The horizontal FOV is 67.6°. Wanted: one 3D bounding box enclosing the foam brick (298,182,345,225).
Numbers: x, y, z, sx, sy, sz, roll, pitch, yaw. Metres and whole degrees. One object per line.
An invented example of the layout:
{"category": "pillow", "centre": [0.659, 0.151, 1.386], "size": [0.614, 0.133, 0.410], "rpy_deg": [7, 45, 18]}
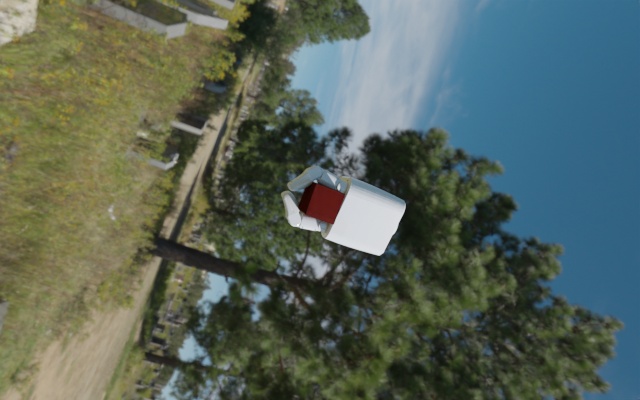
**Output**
{"category": "foam brick", "centre": [0.000, 0.003, 0.768], "size": [0.051, 0.053, 0.078], "rpy_deg": [21, 0, -12]}
